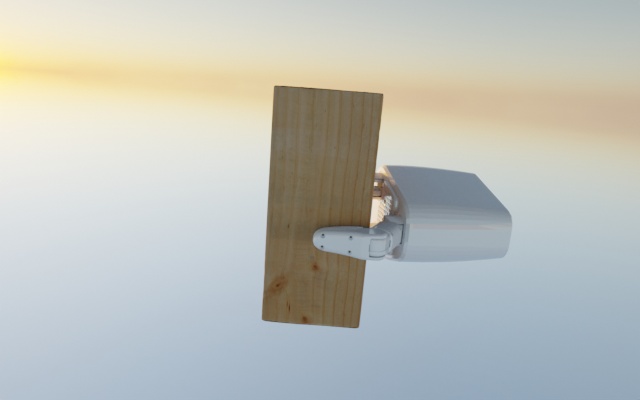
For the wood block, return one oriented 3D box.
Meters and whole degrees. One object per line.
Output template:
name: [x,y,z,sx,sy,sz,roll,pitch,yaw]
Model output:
wood block: [0.000,0.002,0.444,0.090,0.206,0.091,5,13,1]
